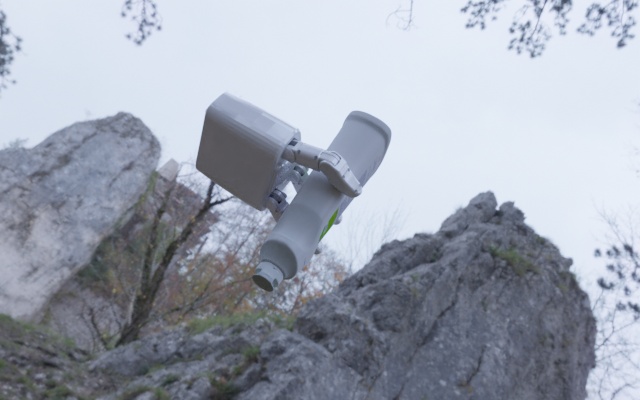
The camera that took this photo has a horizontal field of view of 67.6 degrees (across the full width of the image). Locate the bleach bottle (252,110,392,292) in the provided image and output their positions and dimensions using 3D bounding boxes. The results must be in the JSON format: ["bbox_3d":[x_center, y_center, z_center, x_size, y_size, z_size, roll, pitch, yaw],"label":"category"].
[{"bbox_3d":[0.000,0.002,0.581,0.068,0.250,0.103,29,-35,11],"label":"bleach bottle"}]
